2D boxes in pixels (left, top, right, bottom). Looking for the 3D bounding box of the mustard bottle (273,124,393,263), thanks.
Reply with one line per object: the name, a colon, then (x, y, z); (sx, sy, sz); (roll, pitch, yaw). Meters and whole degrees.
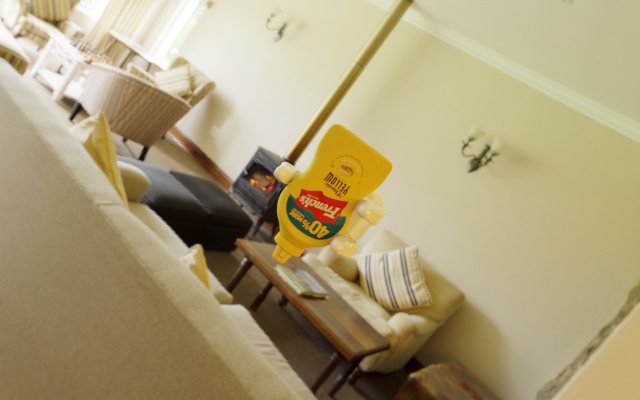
mustard bottle: (0.000, 0.002, 0.620); (0.096, 0.191, 0.058); (36, 8, -7)
